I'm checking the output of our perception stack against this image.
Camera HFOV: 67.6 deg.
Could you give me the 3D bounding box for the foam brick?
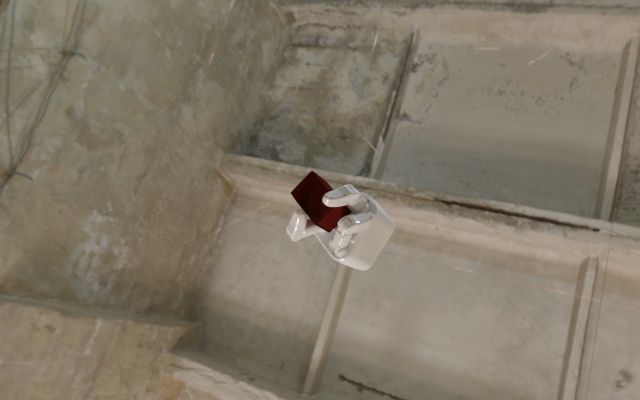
[{"bbox_3d":[0.000,0.002,0.761,0.078,0.053,0.051,52,10,32],"label":"foam brick"}]
